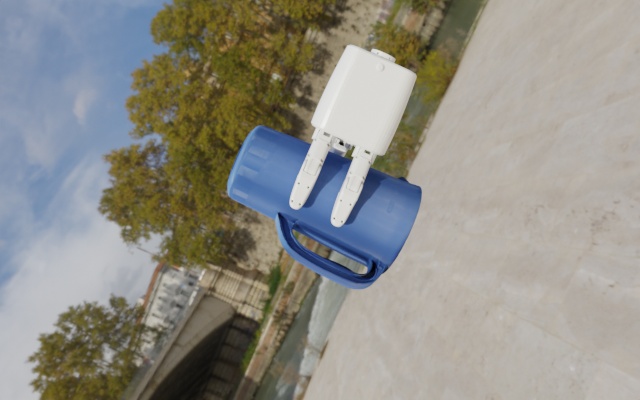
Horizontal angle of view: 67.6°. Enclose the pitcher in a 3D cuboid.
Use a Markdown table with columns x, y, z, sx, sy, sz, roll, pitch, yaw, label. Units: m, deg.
| x | y | z | sx | sy | sz | roll | pitch | yaw | label |
| --- | --- | --- | --- | --- | --- | --- | --- | --- | --- |
| 0.000 | 0.002 | 0.643 | 0.243 | 0.145 | 0.149 | 24 | 14 | -2 | pitcher |
